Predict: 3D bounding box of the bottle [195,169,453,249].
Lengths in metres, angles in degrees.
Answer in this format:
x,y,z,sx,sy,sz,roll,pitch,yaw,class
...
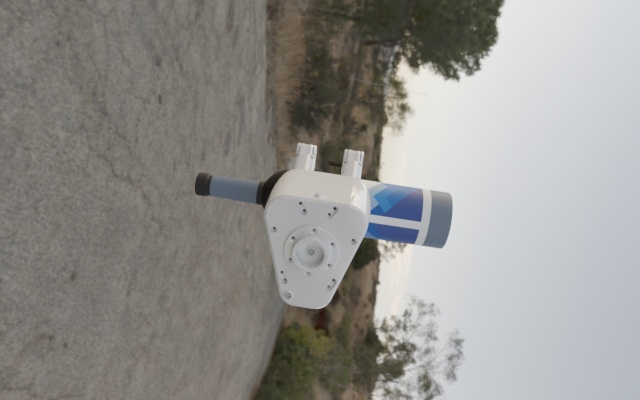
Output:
x,y,z,sx,sy,sz,roll,pitch,yaw,class
0.000,0.002,0.563,0.296,0.069,0.069,9,0,2,bottle
